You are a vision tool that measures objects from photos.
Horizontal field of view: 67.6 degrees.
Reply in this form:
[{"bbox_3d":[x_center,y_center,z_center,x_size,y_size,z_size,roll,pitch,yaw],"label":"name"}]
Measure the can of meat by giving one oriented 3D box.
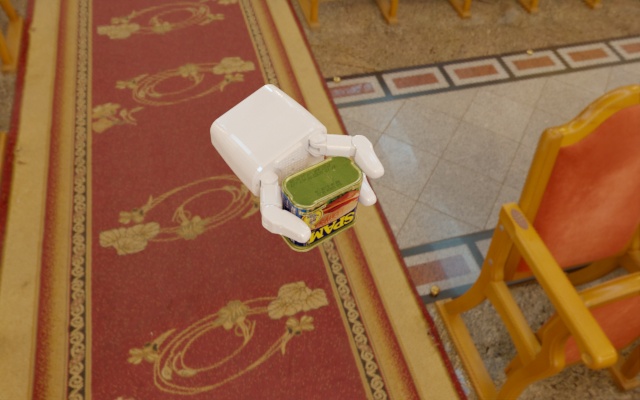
[{"bbox_3d":[0.000,0.002,0.574,0.102,0.057,0.084,-26,-33,-25],"label":"can of meat"}]
